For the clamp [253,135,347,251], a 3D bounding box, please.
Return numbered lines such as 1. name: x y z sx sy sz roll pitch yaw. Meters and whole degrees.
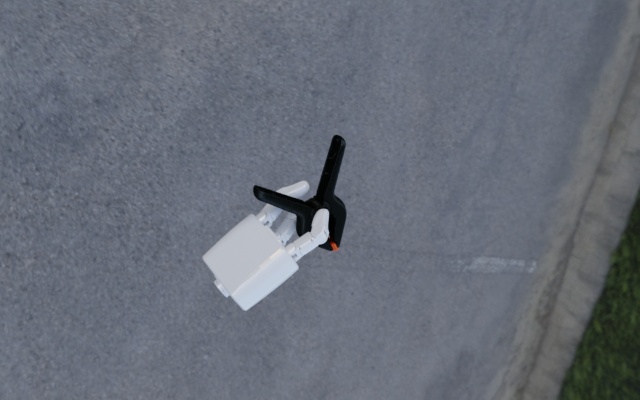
1. clamp: 0.001 0.003 0.784 0.164 0.210 0.036 -38 43 -9
